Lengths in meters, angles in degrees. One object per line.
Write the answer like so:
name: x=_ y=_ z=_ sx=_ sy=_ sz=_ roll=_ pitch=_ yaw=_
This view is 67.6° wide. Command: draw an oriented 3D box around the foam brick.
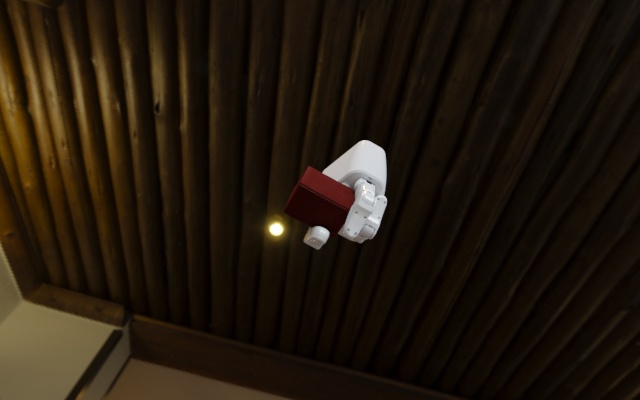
foam brick: x=0.000 y=0.002 z=0.626 sx=0.078 sy=0.053 sz=0.051 roll=29 pitch=34 yaw=-8
